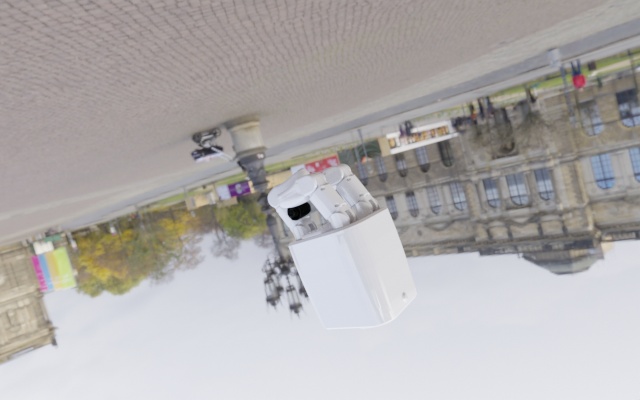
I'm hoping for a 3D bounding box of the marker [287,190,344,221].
[{"bbox_3d":[0.000,0.002,0.563,0.020,0.020,0.121,0,12,33],"label":"marker"}]
